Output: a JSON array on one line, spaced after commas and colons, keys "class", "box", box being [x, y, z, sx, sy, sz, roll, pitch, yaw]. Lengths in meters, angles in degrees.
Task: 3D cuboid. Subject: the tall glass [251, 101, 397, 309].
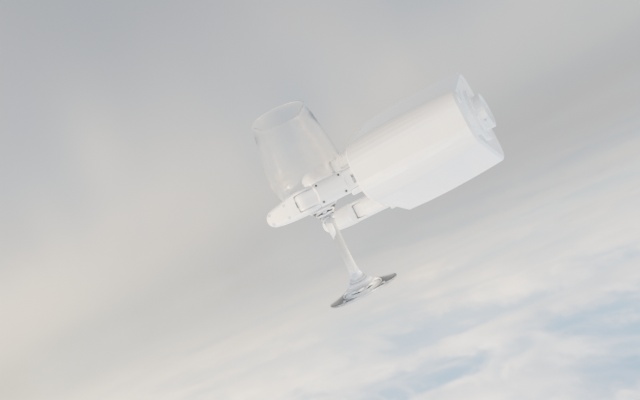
[{"class": "tall glass", "box": [0.000, 0.002, 0.485, 0.079, 0.201, 0.079, -26, -4, -2]}]
